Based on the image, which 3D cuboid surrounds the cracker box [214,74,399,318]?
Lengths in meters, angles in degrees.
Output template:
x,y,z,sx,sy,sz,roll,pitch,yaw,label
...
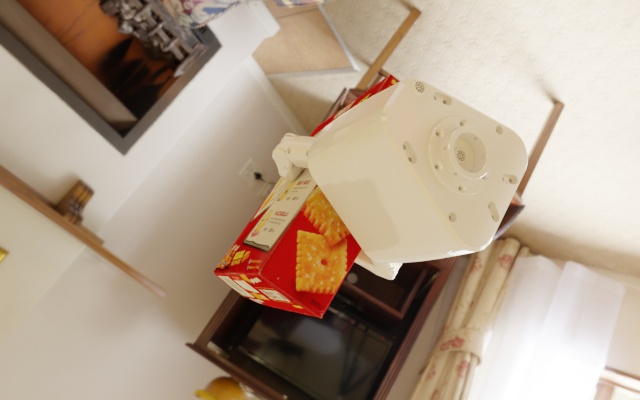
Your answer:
x,y,z,sx,sy,sz,roll,pitch,yaw,label
0.000,0.002,0.464,0.072,0.213,0.164,39,-22,-14,cracker box
